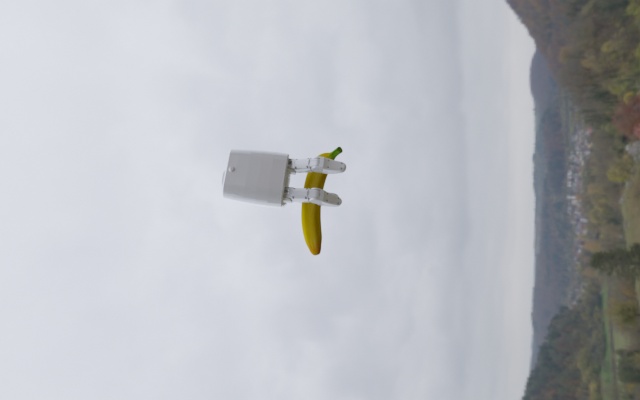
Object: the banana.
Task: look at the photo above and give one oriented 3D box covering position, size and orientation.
[{"bbox_3d":[-0.008,-0.002,0.867,0.037,0.198,0.069,11,0,-29],"label":"banana"}]
